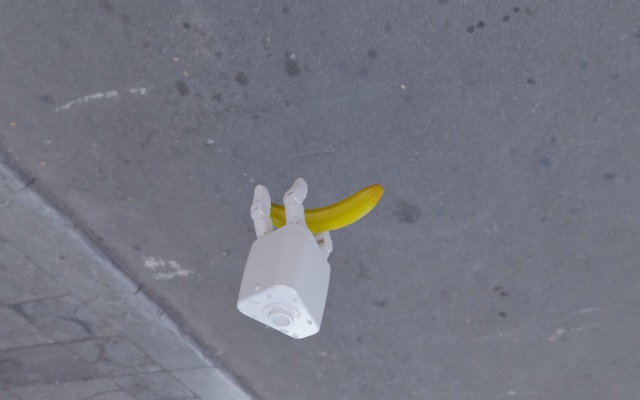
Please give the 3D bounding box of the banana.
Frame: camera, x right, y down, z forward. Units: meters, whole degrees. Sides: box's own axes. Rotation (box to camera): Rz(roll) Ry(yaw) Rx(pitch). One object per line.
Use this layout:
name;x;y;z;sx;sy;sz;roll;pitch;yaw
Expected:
banana;0.001;0.017;0.723;0.198;0.070;0.037;-6;37;15
